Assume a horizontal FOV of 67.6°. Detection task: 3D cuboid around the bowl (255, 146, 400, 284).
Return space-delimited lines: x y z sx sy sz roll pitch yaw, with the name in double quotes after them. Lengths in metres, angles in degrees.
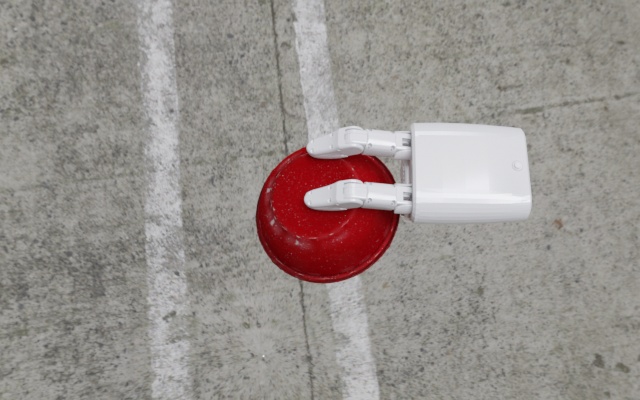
-0.001 0.002 0.496 0.162 0.162 0.055 0 -18 14 "bowl"
